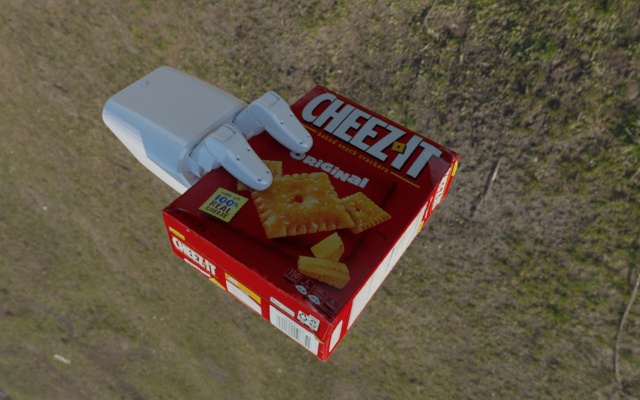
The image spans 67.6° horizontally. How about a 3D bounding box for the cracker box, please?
[{"bbox_3d":[0.000,0.002,0.422,0.164,0.072,0.213,31,55,18],"label":"cracker box"}]
